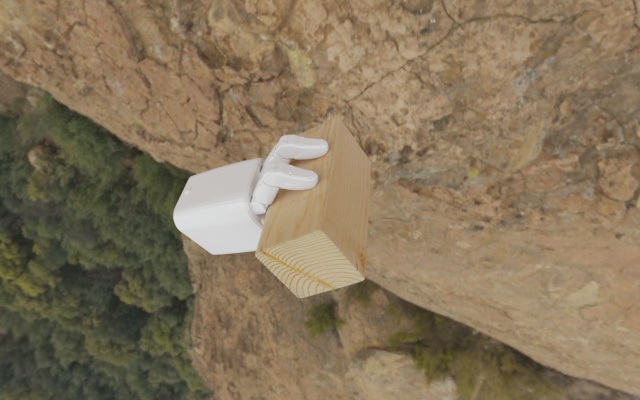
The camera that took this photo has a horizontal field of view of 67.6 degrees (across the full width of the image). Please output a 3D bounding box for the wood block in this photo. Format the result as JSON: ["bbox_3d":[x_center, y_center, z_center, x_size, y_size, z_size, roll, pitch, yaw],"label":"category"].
[{"bbox_3d":[0.000,0.002,0.586,0.090,0.206,0.091,-21,-54,26],"label":"wood block"}]
